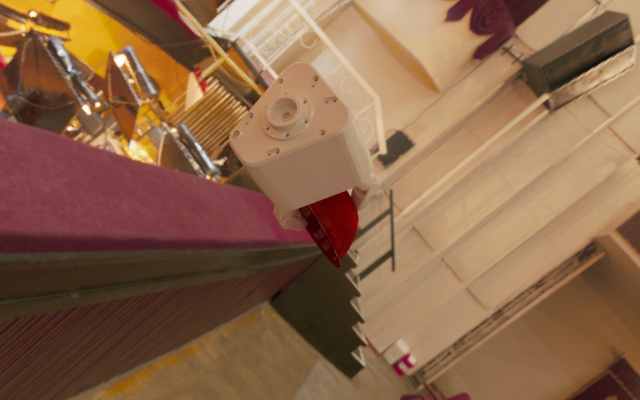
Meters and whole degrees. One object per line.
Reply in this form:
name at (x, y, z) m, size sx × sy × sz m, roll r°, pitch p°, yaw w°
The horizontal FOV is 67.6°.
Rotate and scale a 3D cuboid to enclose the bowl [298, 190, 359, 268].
bowl at (0.000, 0.002, 0.597) m, size 0.055 × 0.162 × 0.162 m, roll -32°, pitch 6°, yaw -9°
